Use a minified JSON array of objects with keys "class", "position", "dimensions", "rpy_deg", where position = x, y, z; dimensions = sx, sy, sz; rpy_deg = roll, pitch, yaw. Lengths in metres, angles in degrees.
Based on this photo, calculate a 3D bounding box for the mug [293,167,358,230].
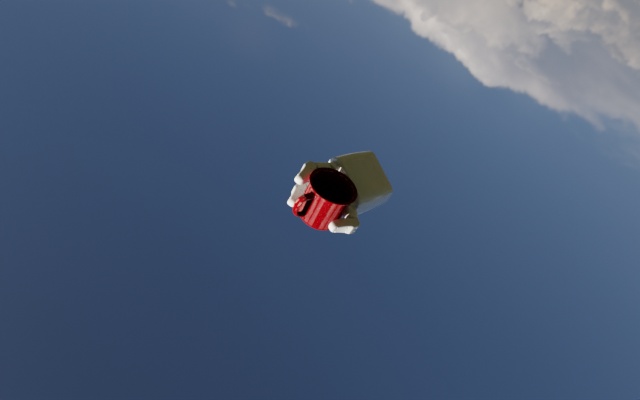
[{"class":"mug","position":[-0.001,0.003,0.863],"dimensions":[0.117,0.093,0.081],"rpy_deg":[-16,-33,-39]}]
